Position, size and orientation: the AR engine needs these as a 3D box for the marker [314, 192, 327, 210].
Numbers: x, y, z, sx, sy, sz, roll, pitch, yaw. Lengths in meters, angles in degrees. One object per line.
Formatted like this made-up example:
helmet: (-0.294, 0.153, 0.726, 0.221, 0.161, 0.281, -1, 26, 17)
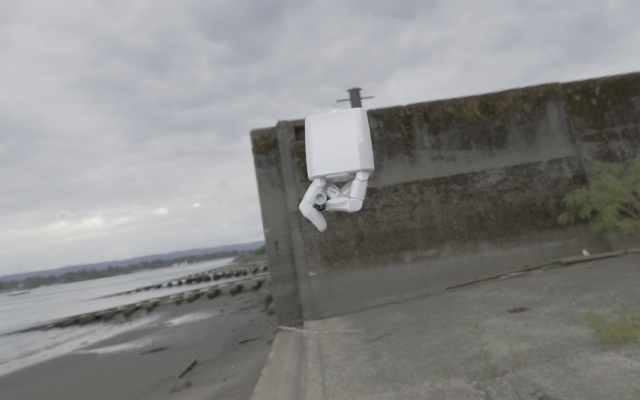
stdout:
marker: (0.000, 0.003, 0.757, 0.020, 0.020, 0.121, 0, -5, 1)
